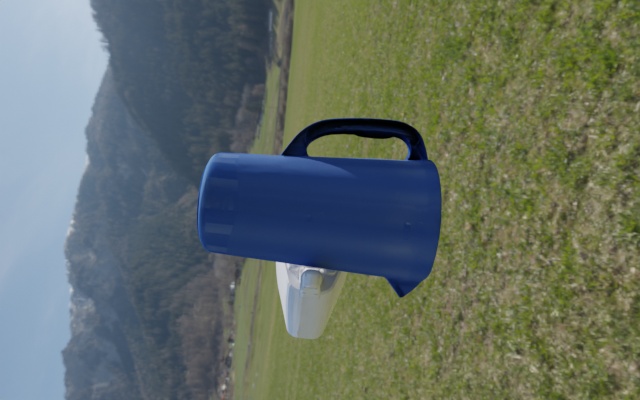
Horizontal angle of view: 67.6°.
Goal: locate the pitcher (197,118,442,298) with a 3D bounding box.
[{"bbox_3d":[0.000,0.002,0.516,0.243,0.145,0.149,6,45,-1],"label":"pitcher"}]
